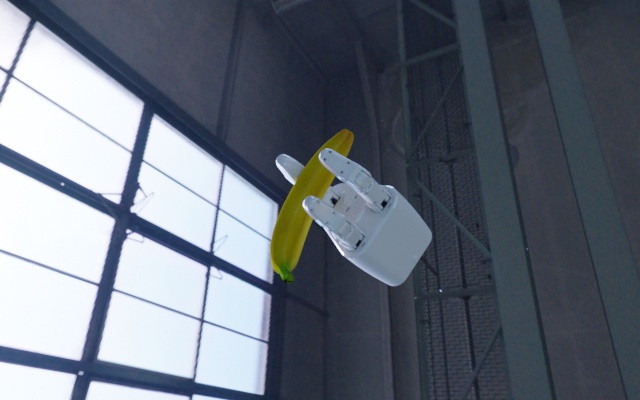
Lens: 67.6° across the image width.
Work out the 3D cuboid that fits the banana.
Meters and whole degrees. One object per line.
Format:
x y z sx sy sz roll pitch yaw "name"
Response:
-0.014 0.006 0.543 0.069 0.197 0.037 -8 -37 47 "banana"
